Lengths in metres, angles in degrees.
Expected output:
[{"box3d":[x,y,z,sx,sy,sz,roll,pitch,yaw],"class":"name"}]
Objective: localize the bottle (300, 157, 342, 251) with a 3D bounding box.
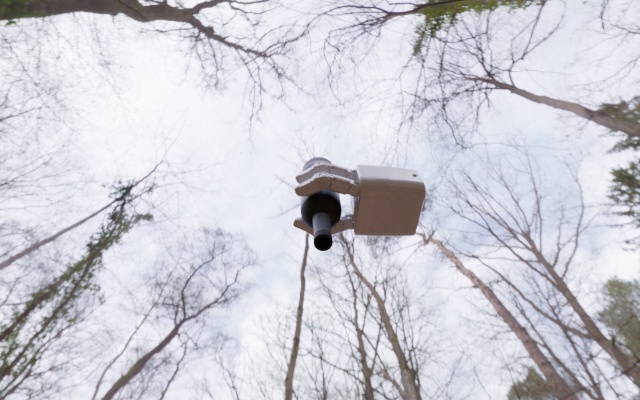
[{"box3d":[0.000,0.003,0.798,0.069,0.069,0.295,0,23,-2],"class":"bottle"}]
